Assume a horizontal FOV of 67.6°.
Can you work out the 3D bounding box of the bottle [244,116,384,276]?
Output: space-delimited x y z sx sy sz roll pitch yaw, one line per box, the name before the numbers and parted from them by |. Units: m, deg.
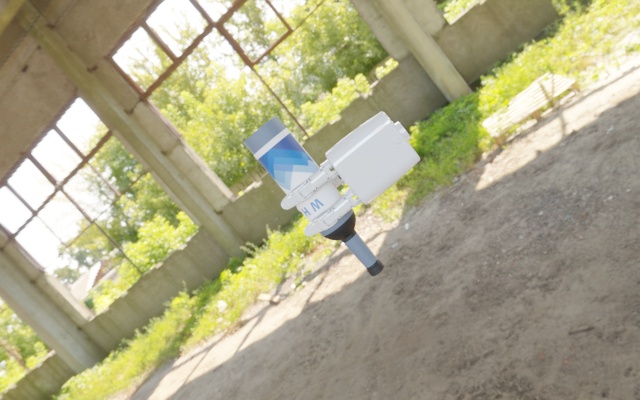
bottle | 0.000 0.002 0.755 0.069 0.296 0.069 -39 8 7
